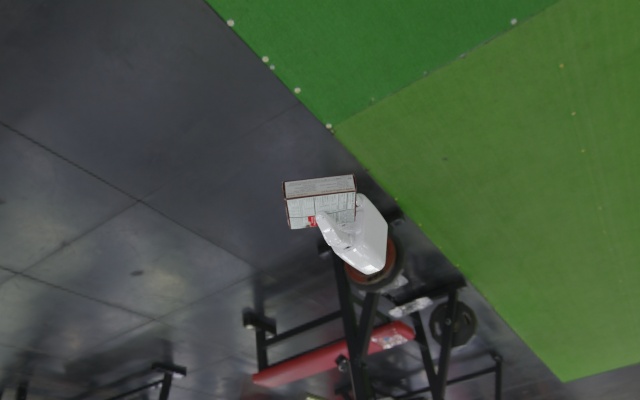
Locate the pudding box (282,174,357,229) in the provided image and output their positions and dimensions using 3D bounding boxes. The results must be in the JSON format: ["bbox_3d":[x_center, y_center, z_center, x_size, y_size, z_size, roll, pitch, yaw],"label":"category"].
[{"bbox_3d":[0.000,0.003,0.754,0.113,0.039,0.090,-8,-35,-3],"label":"pudding box"}]
